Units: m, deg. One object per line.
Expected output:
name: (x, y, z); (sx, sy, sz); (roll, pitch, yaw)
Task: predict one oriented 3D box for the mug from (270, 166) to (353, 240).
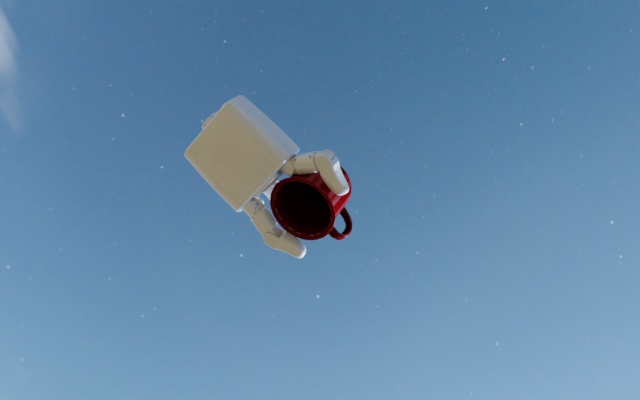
mug: (0.001, 0.003, 0.646); (0.093, 0.117, 0.081); (-42, 4, 38)
